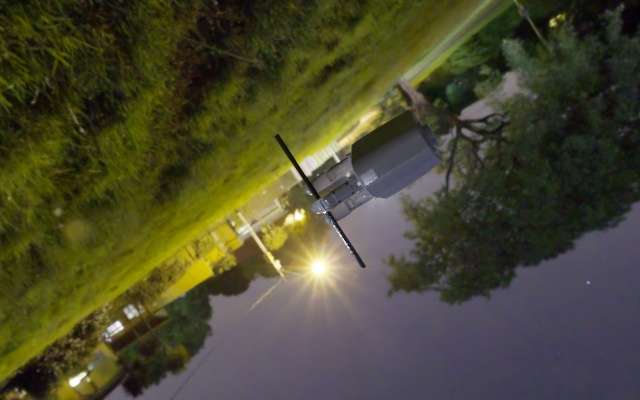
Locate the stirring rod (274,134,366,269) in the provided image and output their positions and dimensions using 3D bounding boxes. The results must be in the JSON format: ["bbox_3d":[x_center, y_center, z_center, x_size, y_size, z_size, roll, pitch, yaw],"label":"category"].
[{"bbox_3d":[0.000,0.002,0.721,0.011,0.239,0.011,-33,3,2],"label":"stirring rod"}]
